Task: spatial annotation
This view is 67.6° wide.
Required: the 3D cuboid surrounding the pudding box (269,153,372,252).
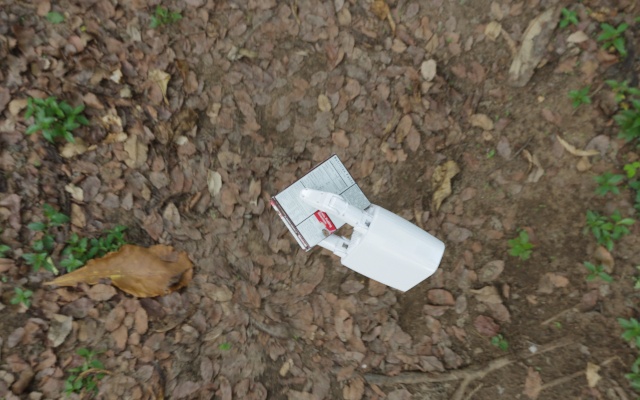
[{"bbox_3d":[0.000,0.002,0.658,0.113,0.090,0.039,-35,0,-17],"label":"pudding box"}]
